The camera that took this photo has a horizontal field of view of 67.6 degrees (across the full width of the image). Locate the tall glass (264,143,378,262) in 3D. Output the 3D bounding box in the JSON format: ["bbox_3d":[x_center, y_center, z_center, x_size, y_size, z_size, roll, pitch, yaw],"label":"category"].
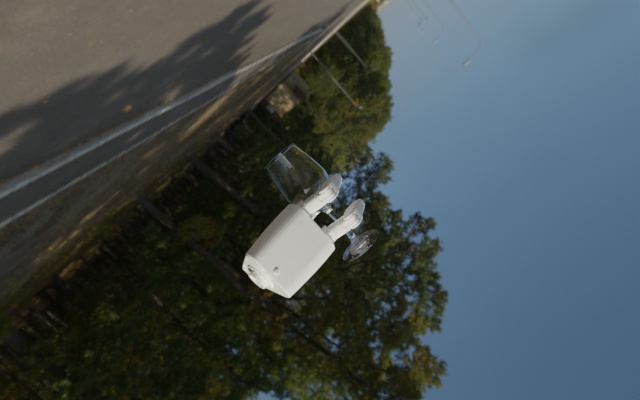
[{"bbox_3d":[0.001,0.003,0.762,0.079,0.201,0.079,-40,12,10],"label":"tall glass"}]
